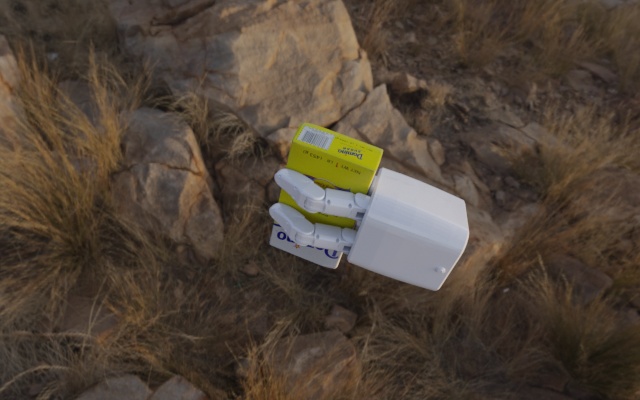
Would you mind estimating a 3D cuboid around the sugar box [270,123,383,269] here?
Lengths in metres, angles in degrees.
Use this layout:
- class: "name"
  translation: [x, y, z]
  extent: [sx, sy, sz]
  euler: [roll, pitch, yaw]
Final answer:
- class: "sugar box"
  translation: [0.000, 0.002, 0.551]
  extent: [0.093, 0.176, 0.048]
  euler: [21, 43, 4]
